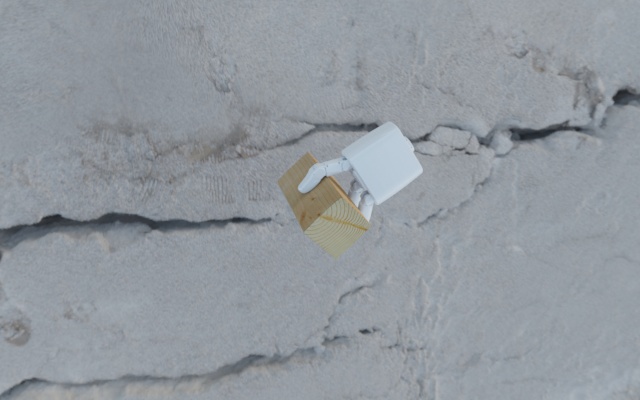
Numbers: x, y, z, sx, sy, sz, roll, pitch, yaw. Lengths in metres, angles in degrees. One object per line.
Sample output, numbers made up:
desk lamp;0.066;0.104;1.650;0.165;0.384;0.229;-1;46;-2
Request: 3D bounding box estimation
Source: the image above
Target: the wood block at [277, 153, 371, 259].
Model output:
wood block;0.000;0.003;0.894;0.091;0.090;0.206;43;7;-31
